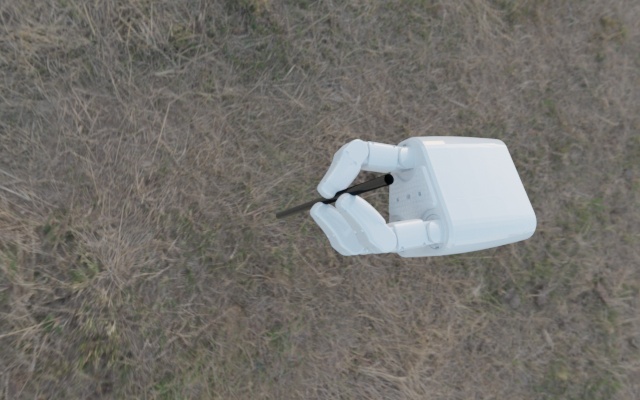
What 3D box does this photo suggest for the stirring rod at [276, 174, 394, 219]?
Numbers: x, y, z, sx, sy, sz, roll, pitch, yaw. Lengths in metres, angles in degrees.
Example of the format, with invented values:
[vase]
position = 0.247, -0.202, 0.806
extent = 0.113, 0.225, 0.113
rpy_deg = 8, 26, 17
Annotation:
[stirring rod]
position = 0.000, 0.001, 0.443
extent = 0.011, 0.011, 0.239
rpy_deg = 0, -8, -24
